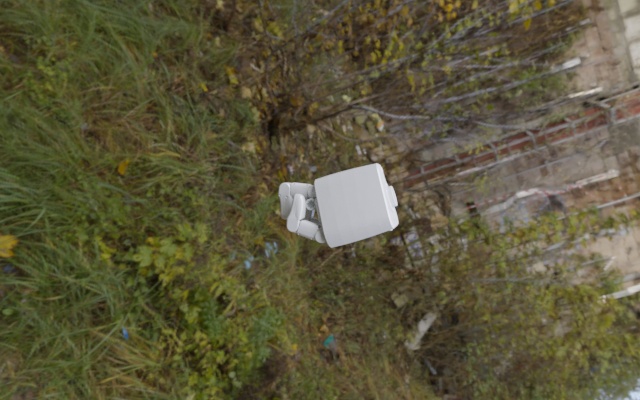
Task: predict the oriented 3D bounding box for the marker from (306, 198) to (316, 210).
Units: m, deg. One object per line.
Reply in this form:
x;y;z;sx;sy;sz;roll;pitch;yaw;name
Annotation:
0.000;0.003;0.806;0.020;0.020;0.121;0;3;15;marker
